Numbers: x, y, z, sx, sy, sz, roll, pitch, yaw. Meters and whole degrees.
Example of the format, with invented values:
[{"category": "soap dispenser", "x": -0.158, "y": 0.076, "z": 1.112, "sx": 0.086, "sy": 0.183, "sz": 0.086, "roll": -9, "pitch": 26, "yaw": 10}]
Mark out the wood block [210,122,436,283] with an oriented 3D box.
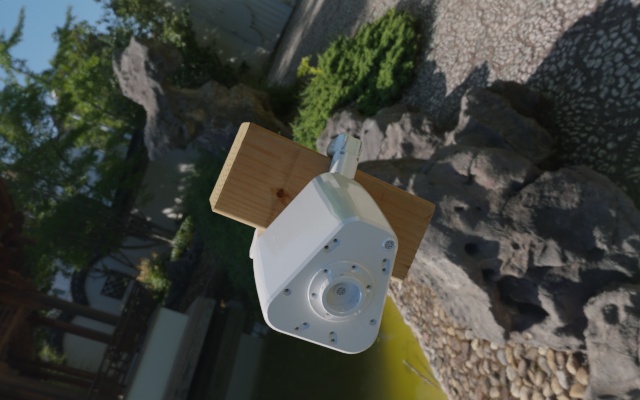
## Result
[{"category": "wood block", "x": 0.000, "y": 0.001, "z": 0.500, "sx": 0.206, "sy": 0.091, "sz": 0.090, "roll": 23, "pitch": 2, "yaw": -17}]
